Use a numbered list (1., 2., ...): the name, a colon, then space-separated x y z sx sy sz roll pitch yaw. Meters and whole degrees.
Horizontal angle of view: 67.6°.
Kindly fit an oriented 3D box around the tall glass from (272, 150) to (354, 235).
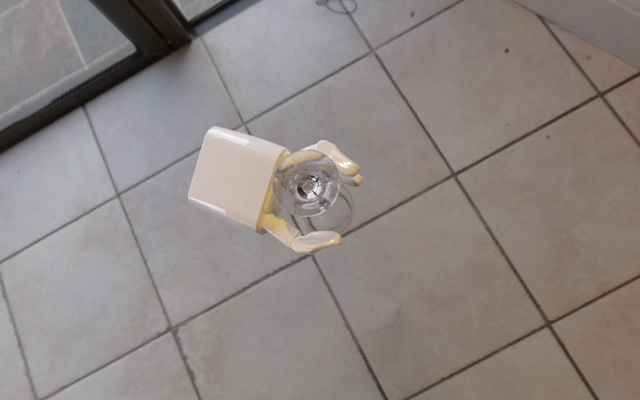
1. tall glass: 0.000 0.002 0.601 0.079 0.079 0.201 0 -12 10
